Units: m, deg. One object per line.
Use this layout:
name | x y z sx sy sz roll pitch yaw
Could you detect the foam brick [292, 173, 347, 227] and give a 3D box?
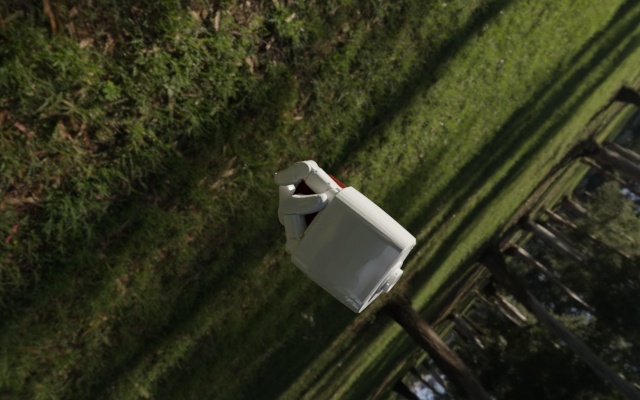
foam brick | 0.000 0.002 0.642 0.051 0.053 0.078 38 25 17
